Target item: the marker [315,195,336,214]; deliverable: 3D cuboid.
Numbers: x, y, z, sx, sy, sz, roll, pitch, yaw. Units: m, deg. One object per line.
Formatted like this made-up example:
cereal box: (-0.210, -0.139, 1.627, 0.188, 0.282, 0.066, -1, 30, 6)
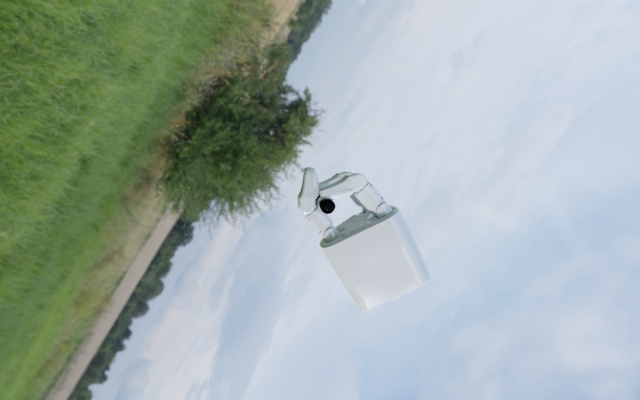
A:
marker: (0.000, 0.002, 0.643, 0.020, 0.020, 0.121, 0, 6, -10)
